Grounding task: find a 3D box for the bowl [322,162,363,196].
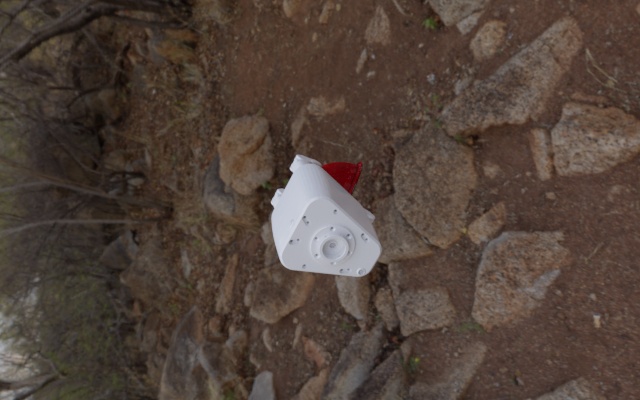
[{"bbox_3d":[0.000,0.002,0.708,0.055,0.162,0.162,28,-2,-4],"label":"bowl"}]
